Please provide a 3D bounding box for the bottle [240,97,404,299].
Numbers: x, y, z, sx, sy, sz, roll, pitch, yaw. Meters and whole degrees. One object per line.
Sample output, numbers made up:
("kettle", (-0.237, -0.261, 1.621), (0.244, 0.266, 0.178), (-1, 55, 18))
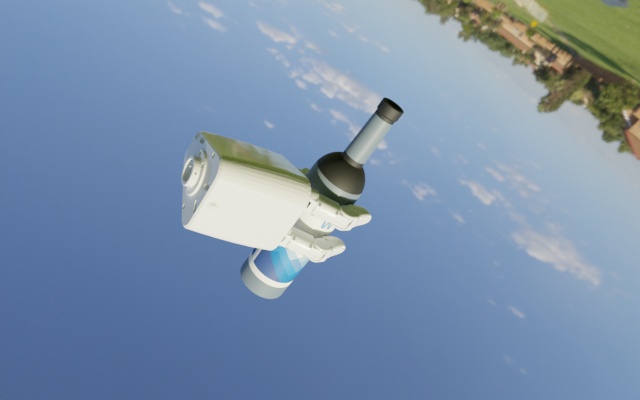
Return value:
("bottle", (0.000, 0.002, 0.581), (0.069, 0.296, 0.069), (28, 28, -17))
